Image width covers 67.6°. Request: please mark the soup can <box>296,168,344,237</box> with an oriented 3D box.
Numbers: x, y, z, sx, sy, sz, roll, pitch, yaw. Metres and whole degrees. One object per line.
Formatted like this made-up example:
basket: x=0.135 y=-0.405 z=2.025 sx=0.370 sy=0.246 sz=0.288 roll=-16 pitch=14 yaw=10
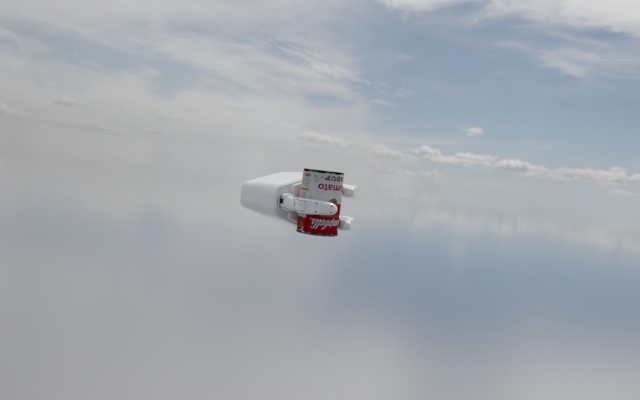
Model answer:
soup can: x=0.000 y=0.002 z=0.765 sx=0.068 sy=0.102 sz=0.068 roll=7 pitch=3 yaw=0
